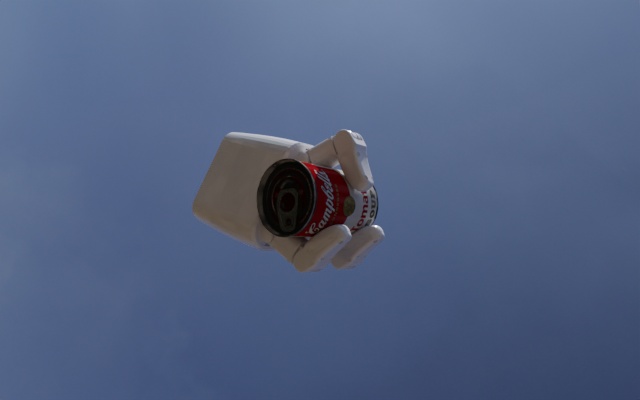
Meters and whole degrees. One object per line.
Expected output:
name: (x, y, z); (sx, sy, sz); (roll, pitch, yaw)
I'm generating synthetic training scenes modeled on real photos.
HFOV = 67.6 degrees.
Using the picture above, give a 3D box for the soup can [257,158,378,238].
soup can: (0.001, 0.001, 0.446); (0.068, 0.068, 0.102); (0, -4, 38)
